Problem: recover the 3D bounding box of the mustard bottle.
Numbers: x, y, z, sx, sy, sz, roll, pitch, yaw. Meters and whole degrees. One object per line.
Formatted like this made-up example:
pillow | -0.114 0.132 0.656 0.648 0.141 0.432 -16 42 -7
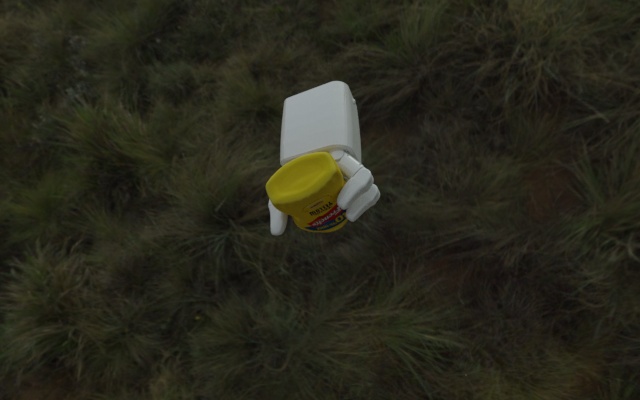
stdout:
mustard bottle | 0.000 0.002 0.678 0.096 0.058 0.192 -29 -25 5
